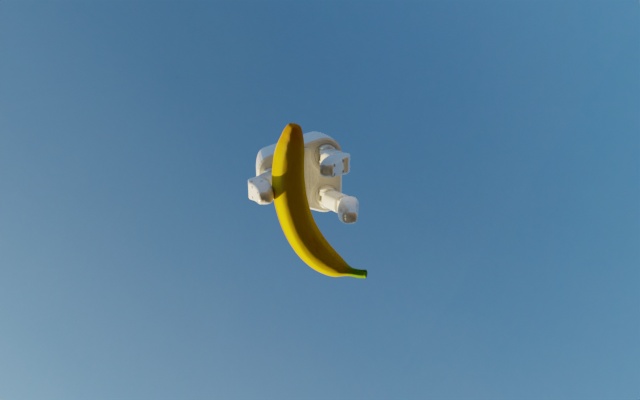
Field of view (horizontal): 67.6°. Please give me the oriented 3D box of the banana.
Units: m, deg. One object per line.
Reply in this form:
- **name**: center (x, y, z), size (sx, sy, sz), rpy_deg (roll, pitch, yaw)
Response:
- **banana**: center (-0.015, 0.012, 0.543), size (0.069, 0.198, 0.037), rpy_deg (-24, 16, 5)
